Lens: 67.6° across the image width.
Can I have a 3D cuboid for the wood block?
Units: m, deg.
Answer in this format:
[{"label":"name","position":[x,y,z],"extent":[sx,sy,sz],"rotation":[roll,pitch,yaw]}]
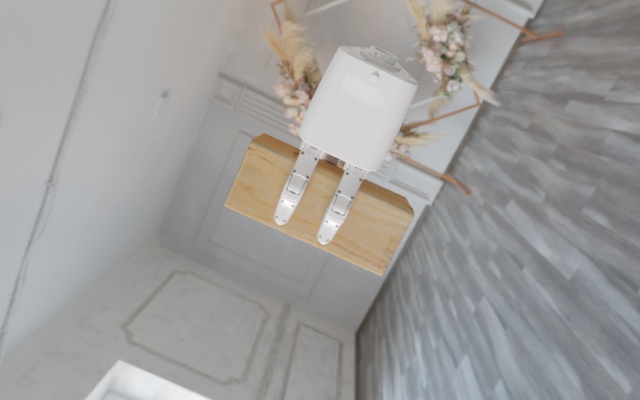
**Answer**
[{"label":"wood block","position":[0.000,0.001,0.597],"extent":[0.206,0.090,0.091],"rotation":[25,13,-3]}]
